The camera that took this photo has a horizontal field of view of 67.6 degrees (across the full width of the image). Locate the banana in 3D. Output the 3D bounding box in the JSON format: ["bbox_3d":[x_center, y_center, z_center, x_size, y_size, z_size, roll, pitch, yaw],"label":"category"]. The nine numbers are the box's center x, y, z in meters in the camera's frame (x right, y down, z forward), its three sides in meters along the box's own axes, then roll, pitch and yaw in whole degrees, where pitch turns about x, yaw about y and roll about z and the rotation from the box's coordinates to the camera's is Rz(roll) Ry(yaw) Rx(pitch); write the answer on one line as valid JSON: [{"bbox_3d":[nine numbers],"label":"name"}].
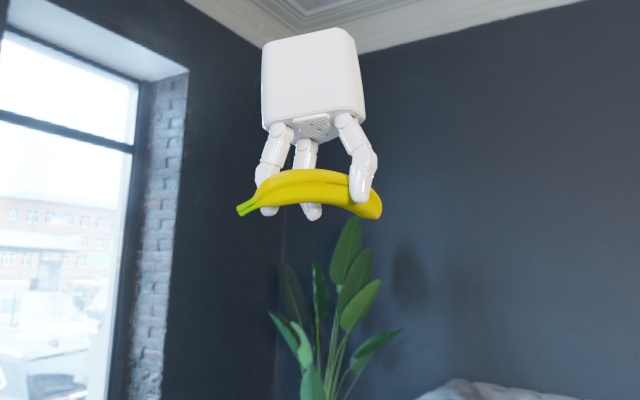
[{"bbox_3d":[0.007,-0.006,0.538,0.198,0.037,0.070,5,-27,-35],"label":"banana"}]
